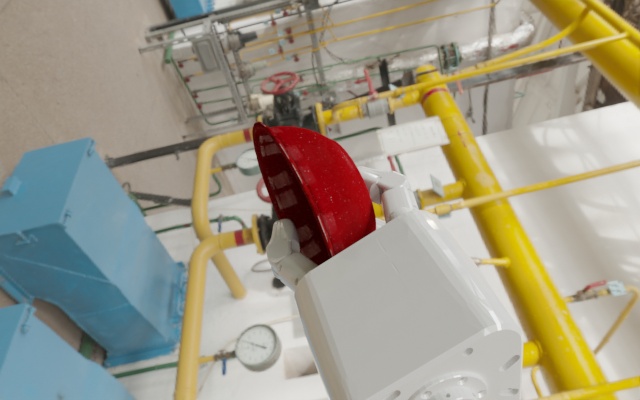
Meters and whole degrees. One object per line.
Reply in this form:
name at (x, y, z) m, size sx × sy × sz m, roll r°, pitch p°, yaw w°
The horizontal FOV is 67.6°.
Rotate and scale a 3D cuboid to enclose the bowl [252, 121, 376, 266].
bowl at (0.000, 0.000, 0.401) m, size 0.055 × 0.162 × 0.162 m, roll -25°, pitch 6°, yaw -14°
